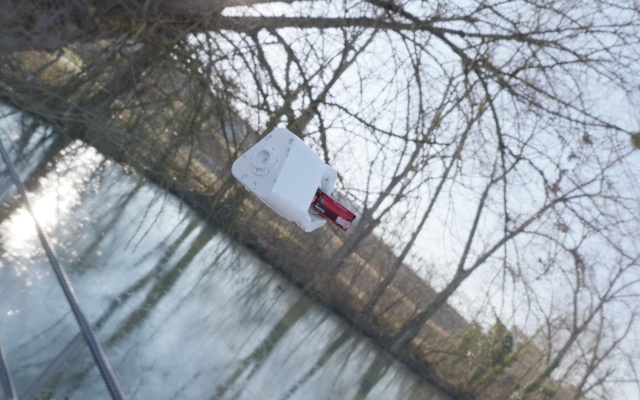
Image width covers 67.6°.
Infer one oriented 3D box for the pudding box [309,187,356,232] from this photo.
[{"bbox_3d":[0.000,0.003,0.849,0.090,0.039,0.113,37,1,-32],"label":"pudding box"}]
